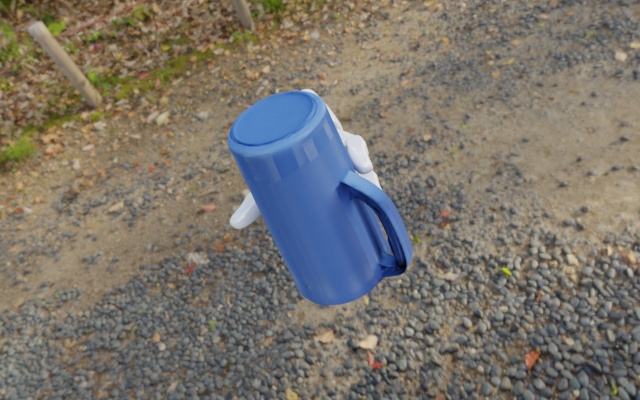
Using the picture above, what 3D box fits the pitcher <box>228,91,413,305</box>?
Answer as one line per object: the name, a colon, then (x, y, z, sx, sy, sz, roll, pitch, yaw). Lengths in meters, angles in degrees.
pitcher: (0.000, 0.002, 0.549, 0.149, 0.243, 0.145, -25, 40, 0)
